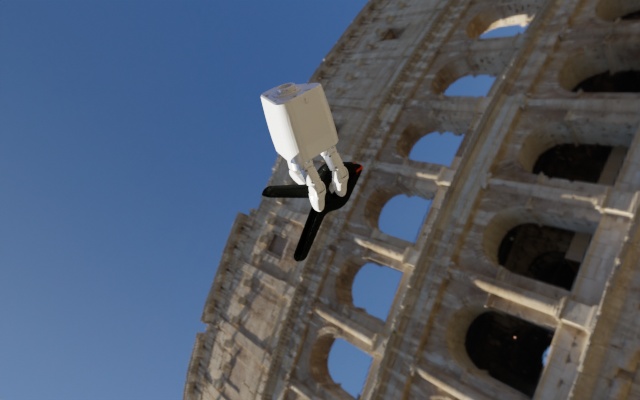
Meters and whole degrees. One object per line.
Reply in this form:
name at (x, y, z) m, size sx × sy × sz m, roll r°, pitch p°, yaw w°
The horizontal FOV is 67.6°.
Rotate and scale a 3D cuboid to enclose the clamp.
clamp at (0.000, 0.002, 0.870) m, size 0.210 × 0.165 × 0.036 m, roll -34°, pitch 35°, yaw -29°
